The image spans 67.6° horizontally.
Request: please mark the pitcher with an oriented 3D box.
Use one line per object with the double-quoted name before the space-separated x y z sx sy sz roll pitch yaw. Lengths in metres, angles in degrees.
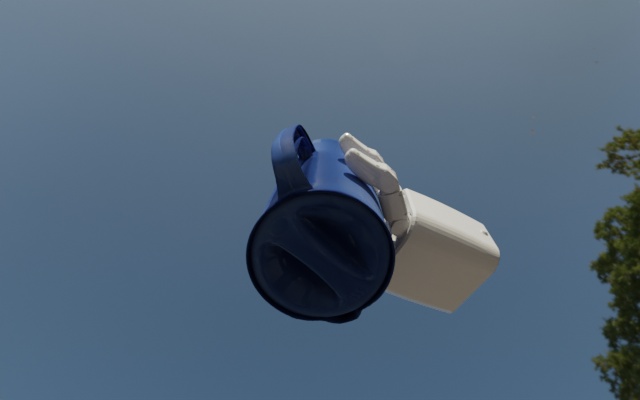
"pitcher" 0.000 0.002 0.525 0.145 0.149 0.242 23 21 -8
